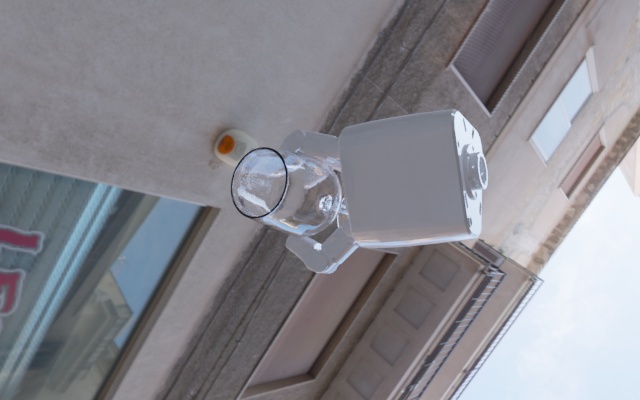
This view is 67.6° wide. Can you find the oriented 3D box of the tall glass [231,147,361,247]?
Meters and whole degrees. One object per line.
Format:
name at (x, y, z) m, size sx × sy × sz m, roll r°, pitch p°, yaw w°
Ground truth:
tall glass at (0.000, 0.002, 0.483) m, size 0.079 × 0.079 × 0.201 m, roll 0°, pitch -10°, yaw 33°
